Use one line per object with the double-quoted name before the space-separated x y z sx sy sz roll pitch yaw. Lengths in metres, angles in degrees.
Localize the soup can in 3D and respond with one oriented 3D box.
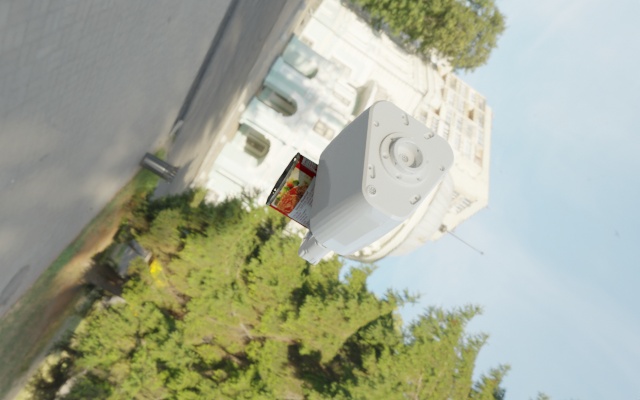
"soup can" 0.000 0.002 0.528 0.102 0.068 0.068 32 -6 -10
